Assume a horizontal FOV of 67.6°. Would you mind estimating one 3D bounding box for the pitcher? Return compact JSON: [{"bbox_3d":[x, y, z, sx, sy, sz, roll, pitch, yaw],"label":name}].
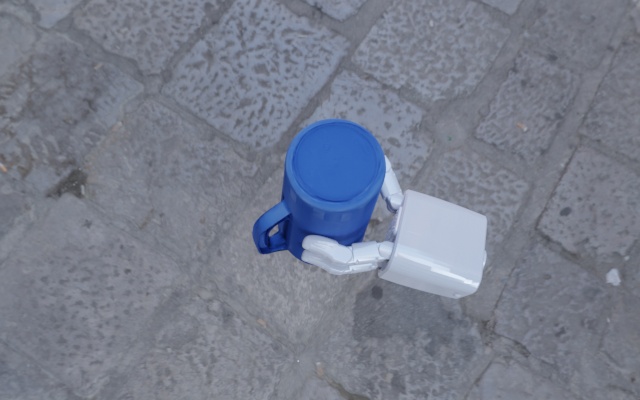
[{"bbox_3d":[0.000,0.002,0.606,0.145,0.149,0.243,19,-18,3],"label":"pitcher"}]
